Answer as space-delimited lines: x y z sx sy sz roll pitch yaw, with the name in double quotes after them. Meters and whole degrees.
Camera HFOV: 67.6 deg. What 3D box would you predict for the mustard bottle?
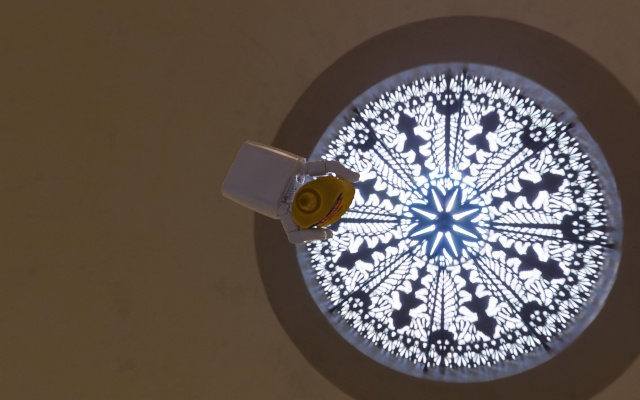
0.000 0.003 0.770 0.096 0.058 0.191 -45 -12 9 "mustard bottle"
